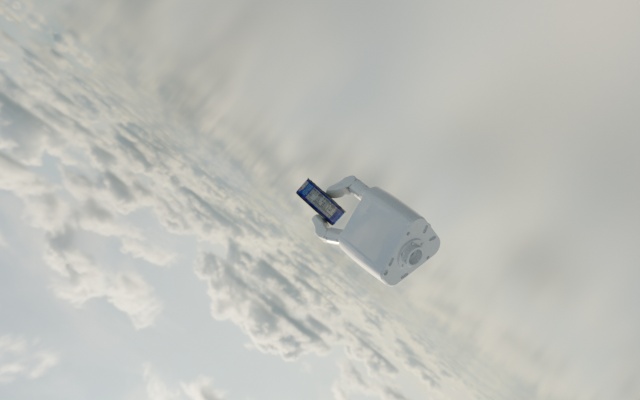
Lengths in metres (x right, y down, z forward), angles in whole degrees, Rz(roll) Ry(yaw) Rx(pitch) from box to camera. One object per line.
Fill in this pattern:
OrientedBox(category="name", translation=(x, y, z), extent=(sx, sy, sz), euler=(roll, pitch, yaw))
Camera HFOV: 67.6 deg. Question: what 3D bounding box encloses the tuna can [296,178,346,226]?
OrientedBox(category="tuna can", translation=(0.000, 0.003, 0.797), extent=(0.086, 0.034, 0.086), euler=(42, 0, 0))
